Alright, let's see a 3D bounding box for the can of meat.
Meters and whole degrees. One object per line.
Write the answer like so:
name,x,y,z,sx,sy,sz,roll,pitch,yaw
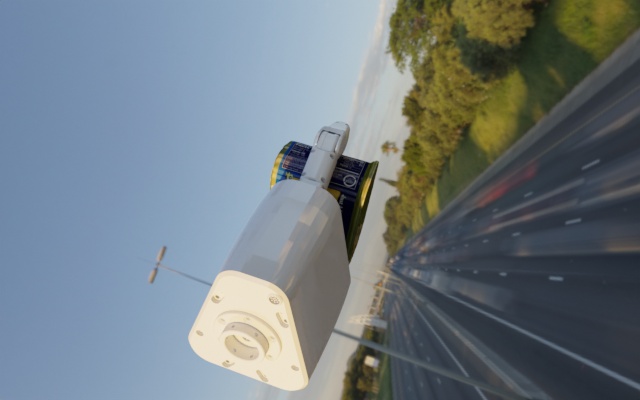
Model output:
can of meat,0.000,0.001,0.440,0.084,0.102,0.057,17,41,9
